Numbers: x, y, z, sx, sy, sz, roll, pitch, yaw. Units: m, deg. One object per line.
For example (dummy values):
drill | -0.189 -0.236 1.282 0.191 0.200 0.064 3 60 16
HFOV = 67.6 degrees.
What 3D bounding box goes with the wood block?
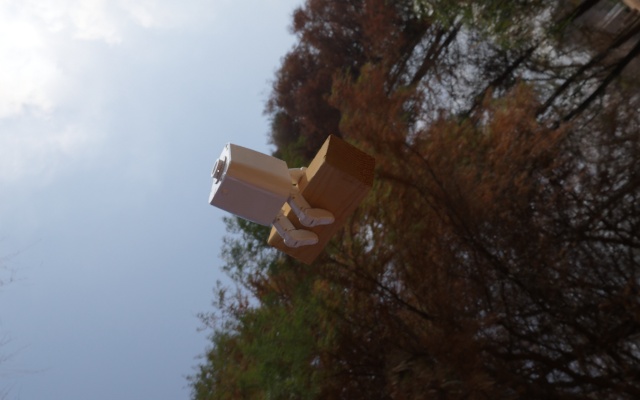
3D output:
wood block | 0.000 0.002 0.820 0.090 0.206 0.090 28 36 -12
